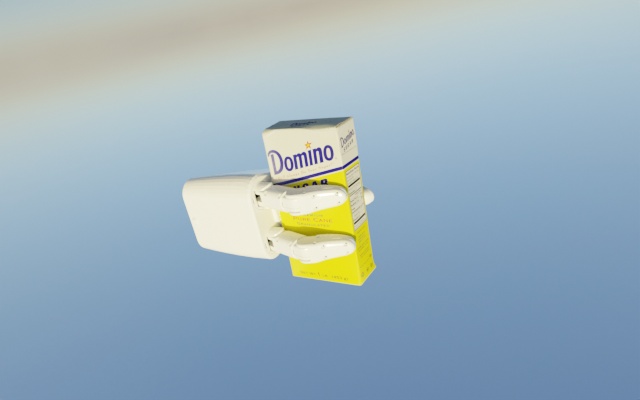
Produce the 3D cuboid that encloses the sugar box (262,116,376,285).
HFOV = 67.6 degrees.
[{"bbox_3d":[0.000,0.002,0.516,0.093,0.176,0.048,2,26,31],"label":"sugar box"}]
